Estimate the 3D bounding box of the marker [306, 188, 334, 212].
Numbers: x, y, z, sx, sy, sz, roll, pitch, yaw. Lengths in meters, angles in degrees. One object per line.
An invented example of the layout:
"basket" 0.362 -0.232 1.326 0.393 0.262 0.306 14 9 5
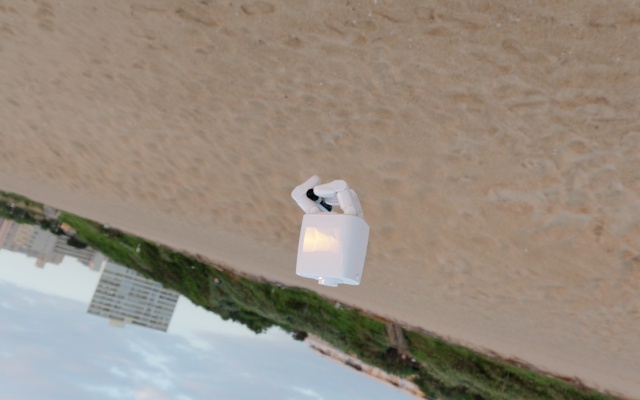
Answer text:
"marker" 0.000 0.003 0.874 0.020 0.020 0.121 0 -16 18
